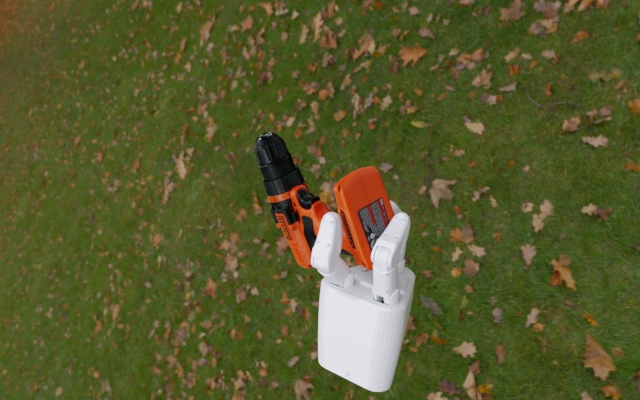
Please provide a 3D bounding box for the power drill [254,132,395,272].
[{"bbox_3d":[0.000,0.002,0.554,0.057,0.184,0.187,-31,17,-27],"label":"power drill"}]
